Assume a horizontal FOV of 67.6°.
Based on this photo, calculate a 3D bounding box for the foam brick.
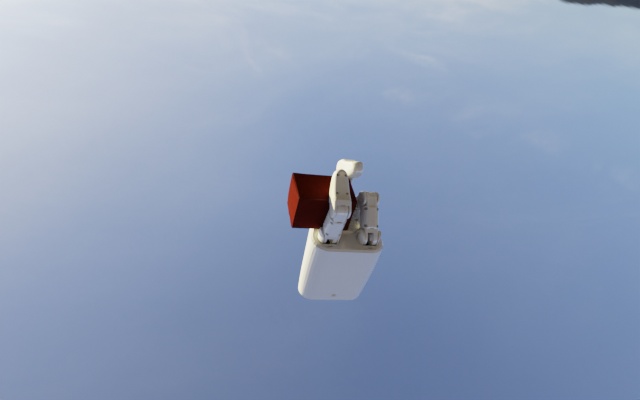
[{"bbox_3d":[0.000,0.002,0.613,0.078,0.051,0.053,4,41,-16],"label":"foam brick"}]
